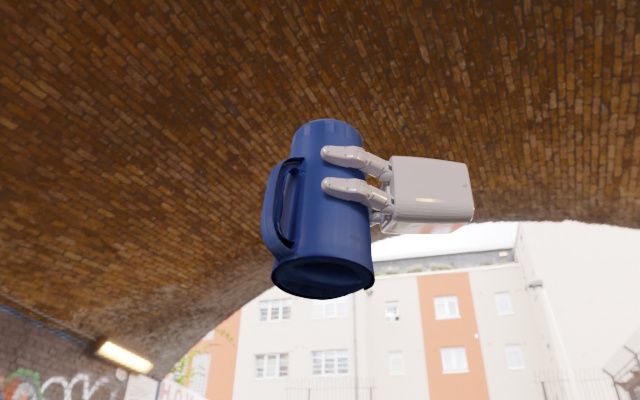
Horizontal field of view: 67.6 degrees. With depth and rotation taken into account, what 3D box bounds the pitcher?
[{"bbox_3d":[0.000,0.002,0.662,0.145,0.242,0.149,3,-34,-2],"label":"pitcher"}]
